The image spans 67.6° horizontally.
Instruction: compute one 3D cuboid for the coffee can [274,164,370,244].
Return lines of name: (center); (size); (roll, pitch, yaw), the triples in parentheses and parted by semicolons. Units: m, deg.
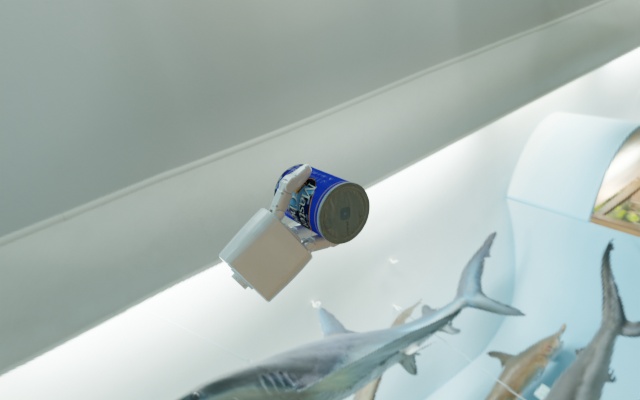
coffee can: (0.000, 0.003, 0.810); (0.103, 0.103, 0.140); (0, 16, -36)
